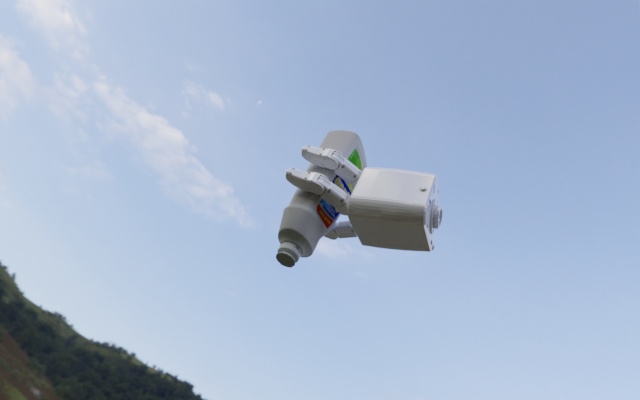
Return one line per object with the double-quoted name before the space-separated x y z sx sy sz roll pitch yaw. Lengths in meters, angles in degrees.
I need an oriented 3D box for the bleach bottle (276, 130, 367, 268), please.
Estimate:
"bleach bottle" 0.000 0.002 0.715 0.068 0.103 0.250 6 44 23
